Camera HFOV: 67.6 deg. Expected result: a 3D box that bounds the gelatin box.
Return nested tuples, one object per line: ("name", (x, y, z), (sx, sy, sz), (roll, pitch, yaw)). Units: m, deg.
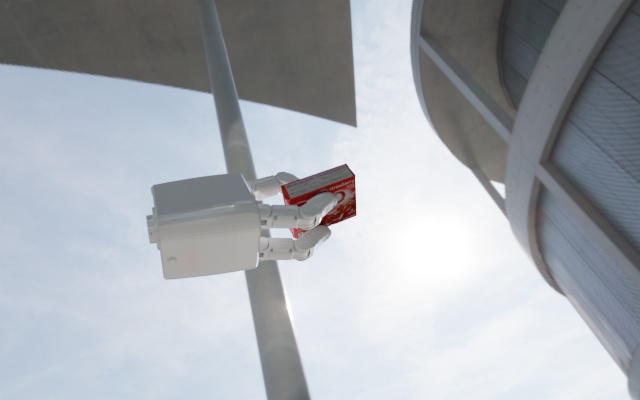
("gelatin box", (0.000, 0.002, 0.590), (0.089, 0.073, 0.030), (-20, 48, -13))
